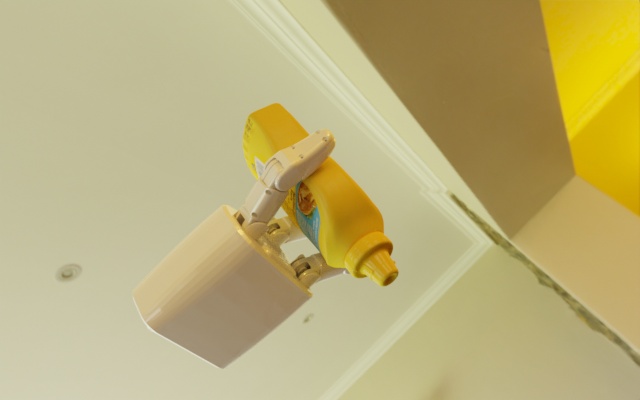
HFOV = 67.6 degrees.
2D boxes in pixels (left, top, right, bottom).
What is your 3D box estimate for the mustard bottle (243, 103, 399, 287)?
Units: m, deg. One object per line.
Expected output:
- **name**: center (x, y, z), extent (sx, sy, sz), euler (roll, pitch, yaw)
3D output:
- **mustard bottle**: center (0.000, 0.001, 0.417), extent (0.058, 0.096, 0.191), euler (-27, 53, -20)
